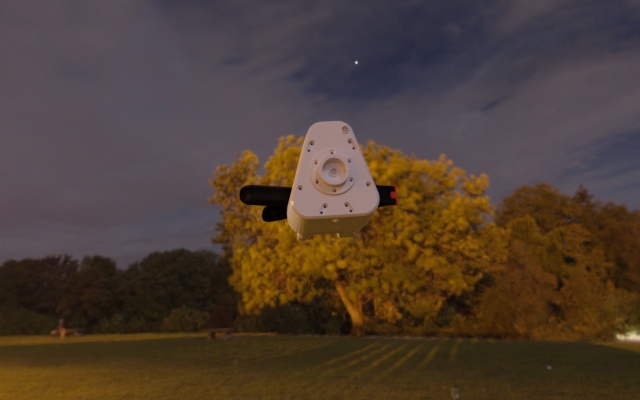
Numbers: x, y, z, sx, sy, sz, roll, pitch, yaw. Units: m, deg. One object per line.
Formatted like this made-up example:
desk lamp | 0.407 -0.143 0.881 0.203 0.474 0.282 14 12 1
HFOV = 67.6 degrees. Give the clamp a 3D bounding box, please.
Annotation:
clamp | 0.001 0.001 0.670 0.210 0.036 0.164 -3 -10 -4
